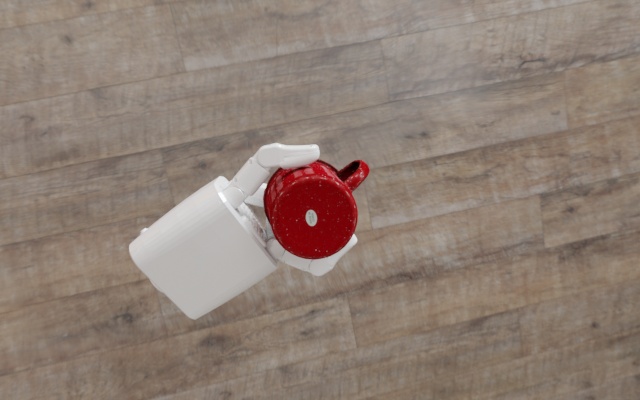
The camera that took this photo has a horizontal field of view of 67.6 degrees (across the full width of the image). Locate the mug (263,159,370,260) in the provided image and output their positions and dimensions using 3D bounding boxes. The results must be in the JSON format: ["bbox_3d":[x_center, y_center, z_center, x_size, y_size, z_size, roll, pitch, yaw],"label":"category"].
[{"bbox_3d":[0.001,0.001,0.469,0.117,0.093,0.081,-36,13,1],"label":"mug"}]
